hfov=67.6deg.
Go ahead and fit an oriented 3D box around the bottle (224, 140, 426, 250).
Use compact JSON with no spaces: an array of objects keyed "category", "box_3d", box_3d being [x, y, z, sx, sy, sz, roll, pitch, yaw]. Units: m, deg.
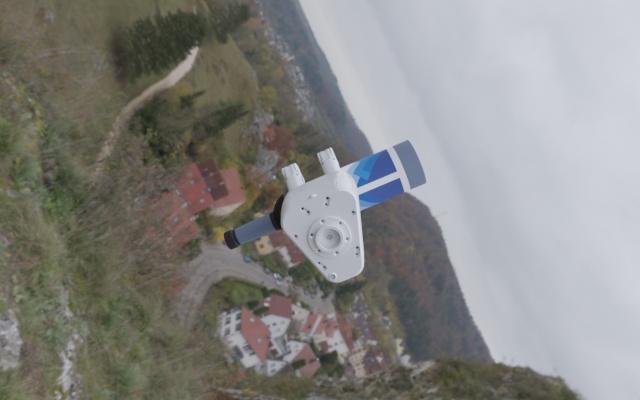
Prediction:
[{"category":"bottle","box_3d":[0.000,0.002,0.682,0.296,0.069,0.069,-23,-2,5]}]
